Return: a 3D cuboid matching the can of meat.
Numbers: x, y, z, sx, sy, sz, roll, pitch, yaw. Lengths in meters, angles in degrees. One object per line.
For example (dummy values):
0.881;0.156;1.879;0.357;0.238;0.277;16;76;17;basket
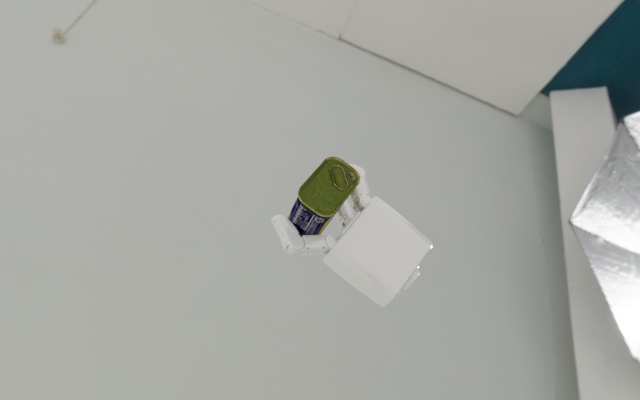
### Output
0.000;0.002;0.661;0.057;0.102;0.084;35;-39;4;can of meat
